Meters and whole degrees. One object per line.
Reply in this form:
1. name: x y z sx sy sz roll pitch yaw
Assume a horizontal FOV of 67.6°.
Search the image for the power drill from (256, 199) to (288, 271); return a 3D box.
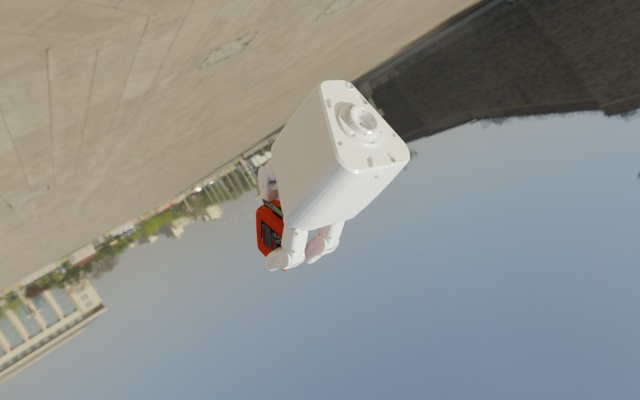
1. power drill: 0.000 0.002 0.615 0.057 0.187 0.185 36 -29 18
